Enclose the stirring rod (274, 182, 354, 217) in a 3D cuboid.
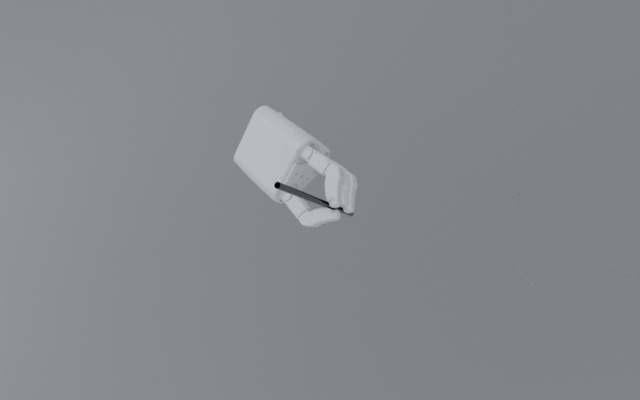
[{"bbox_3d":[0.000,0.002,0.639,0.011,0.011,0.239,0,-9,24],"label":"stirring rod"}]
